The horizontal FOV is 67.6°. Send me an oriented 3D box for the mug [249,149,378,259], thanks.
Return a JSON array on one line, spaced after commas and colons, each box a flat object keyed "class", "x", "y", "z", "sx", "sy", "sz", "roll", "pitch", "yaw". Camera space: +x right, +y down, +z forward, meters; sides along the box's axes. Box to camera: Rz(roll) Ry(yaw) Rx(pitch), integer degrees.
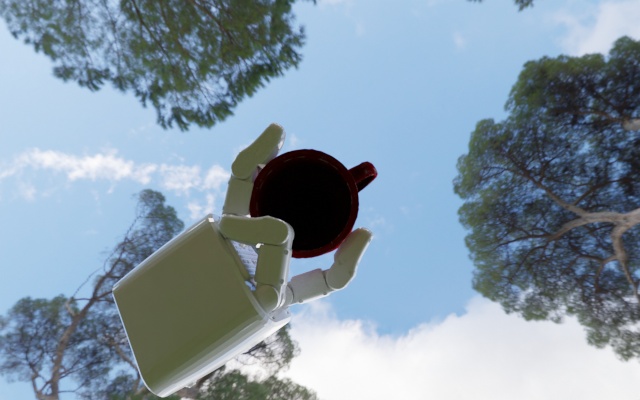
[{"class": "mug", "x": 0.001, "y": 0.001, "z": 0.436, "sx": 0.117, "sy": 0.093, "sz": 0.081, "roll": -34, "pitch": -11, "yaw": 0}]
